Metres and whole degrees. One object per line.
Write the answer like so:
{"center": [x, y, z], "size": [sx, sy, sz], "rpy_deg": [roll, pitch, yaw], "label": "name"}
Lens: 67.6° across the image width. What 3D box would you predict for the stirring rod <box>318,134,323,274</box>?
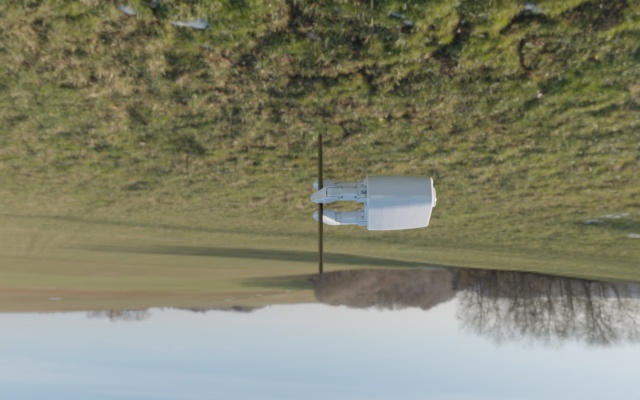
{"center": [0.000, 0.003, 0.810], "size": [0.011, 0.239, 0.011], "rpy_deg": [0, -12, 0], "label": "stirring rod"}
